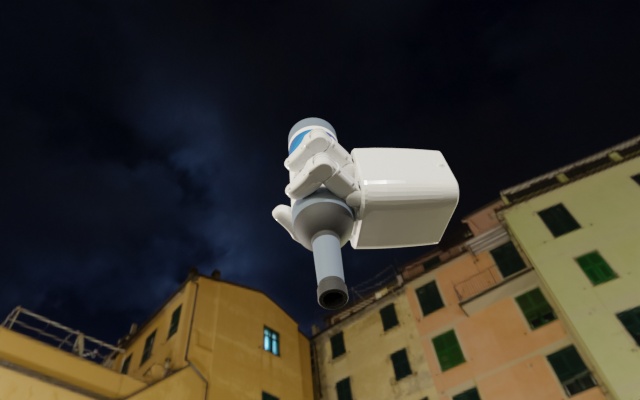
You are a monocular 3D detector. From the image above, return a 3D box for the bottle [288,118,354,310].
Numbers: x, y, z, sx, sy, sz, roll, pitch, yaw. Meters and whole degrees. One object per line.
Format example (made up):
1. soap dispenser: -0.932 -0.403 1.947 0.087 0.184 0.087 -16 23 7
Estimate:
1. bottle: 0.000 0.002 0.543 0.069 0.069 0.295 0 36 -5
